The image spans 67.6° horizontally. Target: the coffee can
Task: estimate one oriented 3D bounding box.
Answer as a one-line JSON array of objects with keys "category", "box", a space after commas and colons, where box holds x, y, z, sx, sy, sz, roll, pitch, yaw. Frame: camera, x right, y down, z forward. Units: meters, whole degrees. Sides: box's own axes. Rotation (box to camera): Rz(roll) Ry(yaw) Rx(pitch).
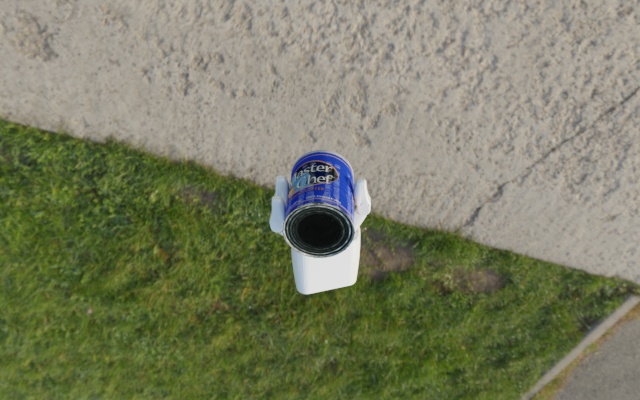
[{"category": "coffee can", "box": [0.000, 0.002, 0.727, 0.103, 0.103, 0.140, 0, 37, 3]}]
